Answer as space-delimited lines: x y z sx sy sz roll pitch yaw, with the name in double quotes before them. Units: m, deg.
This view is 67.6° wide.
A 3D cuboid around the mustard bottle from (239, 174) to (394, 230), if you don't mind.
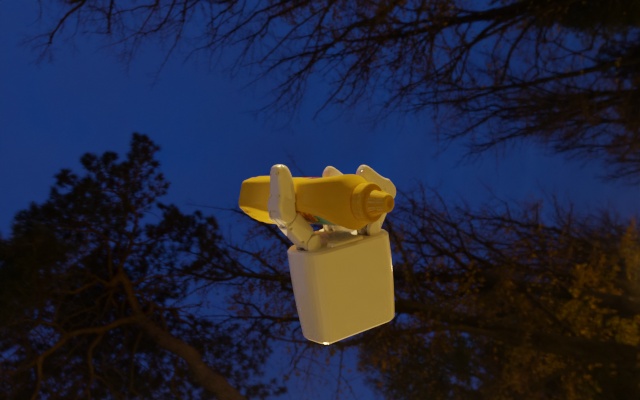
"mustard bottle" 0.000 0.001 0.534 0.191 0.058 0.096 2 -11 46
